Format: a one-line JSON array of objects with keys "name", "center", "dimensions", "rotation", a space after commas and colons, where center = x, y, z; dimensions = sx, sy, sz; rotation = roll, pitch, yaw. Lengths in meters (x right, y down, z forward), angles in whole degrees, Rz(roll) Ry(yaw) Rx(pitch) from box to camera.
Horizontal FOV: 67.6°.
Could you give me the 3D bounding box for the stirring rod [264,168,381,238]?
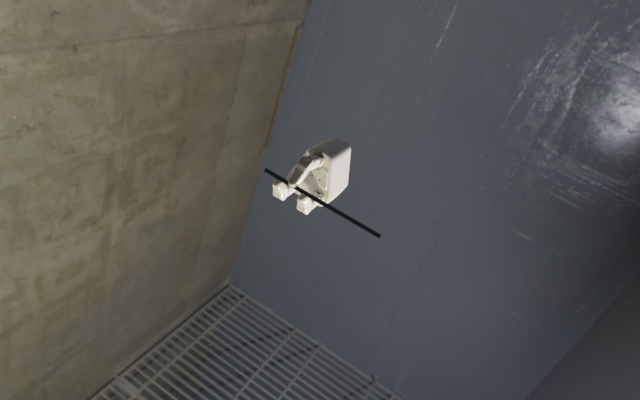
[{"name": "stirring rod", "center": [0.000, 0.003, 0.839], "dimensions": [0.239, 0.011, 0.011], "rotation": [30, 8, 15]}]
